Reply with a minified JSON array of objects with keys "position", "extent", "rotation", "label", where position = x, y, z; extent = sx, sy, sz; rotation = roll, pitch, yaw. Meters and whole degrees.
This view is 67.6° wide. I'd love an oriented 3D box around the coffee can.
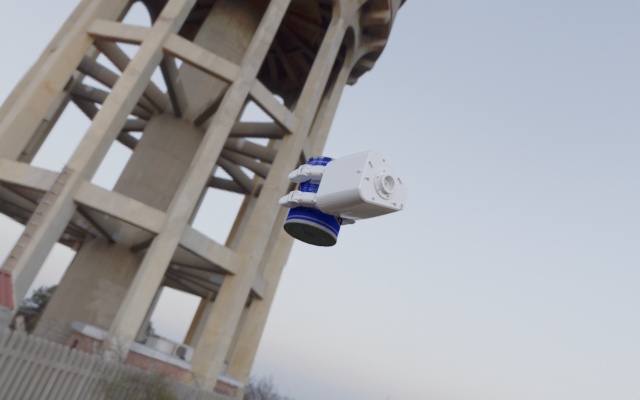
[{"position":[0.000,0.003,0.898],"extent":[0.103,0.140,0.103],"rotation":[15,-24,7],"label":"coffee can"}]
